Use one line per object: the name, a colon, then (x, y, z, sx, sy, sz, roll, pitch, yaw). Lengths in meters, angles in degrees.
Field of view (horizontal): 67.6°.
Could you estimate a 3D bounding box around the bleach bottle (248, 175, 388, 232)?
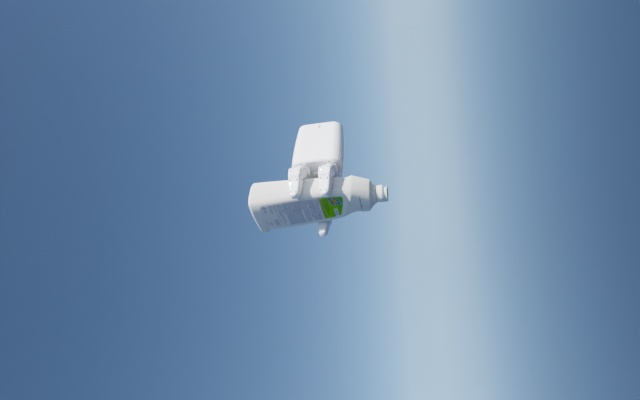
bleach bottle: (0.000, 0.003, 0.887, 0.251, 0.068, 0.103, -5, -39, 13)
